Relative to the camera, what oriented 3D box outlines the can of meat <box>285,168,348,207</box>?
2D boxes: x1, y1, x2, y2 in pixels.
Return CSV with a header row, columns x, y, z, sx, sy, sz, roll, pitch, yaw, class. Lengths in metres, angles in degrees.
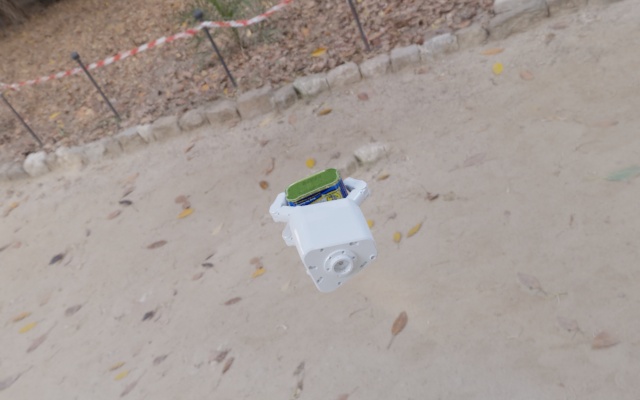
x,y,z,sx,sy,sz,roll,pitch,yaw,class
0.000,0.002,0.804,0.102,0.084,0.057,-23,34,4,can of meat
